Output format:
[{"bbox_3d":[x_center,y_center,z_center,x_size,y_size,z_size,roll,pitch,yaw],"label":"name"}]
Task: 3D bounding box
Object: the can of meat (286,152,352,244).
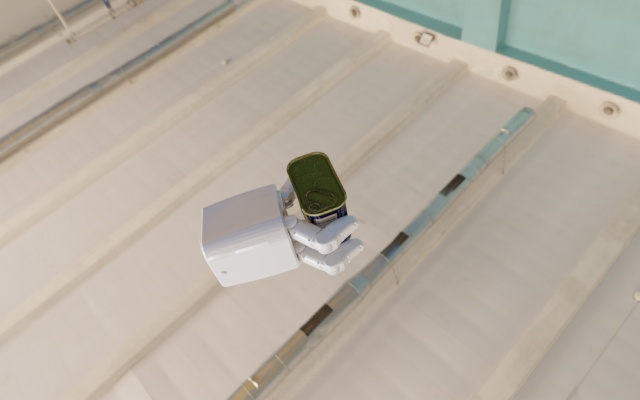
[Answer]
[{"bbox_3d":[0.000,0.002,0.624,0.057,0.102,0.084,-20,-40,-5],"label":"can of meat"}]
